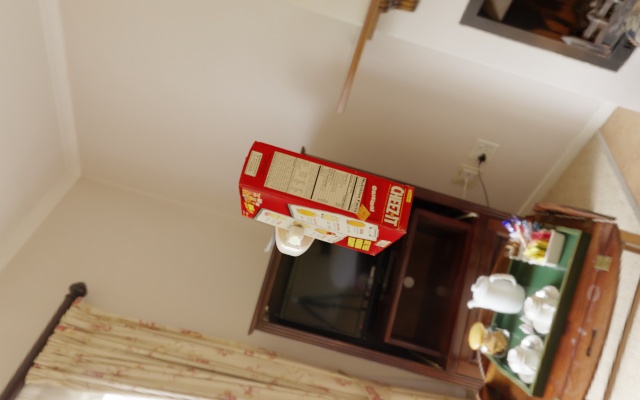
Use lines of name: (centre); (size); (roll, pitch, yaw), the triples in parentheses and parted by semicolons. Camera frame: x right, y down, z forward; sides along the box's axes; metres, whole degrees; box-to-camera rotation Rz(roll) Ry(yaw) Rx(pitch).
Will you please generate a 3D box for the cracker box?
cracker box: (0.000, 0.002, 0.657); (0.214, 0.072, 0.164); (16, -17, -3)
